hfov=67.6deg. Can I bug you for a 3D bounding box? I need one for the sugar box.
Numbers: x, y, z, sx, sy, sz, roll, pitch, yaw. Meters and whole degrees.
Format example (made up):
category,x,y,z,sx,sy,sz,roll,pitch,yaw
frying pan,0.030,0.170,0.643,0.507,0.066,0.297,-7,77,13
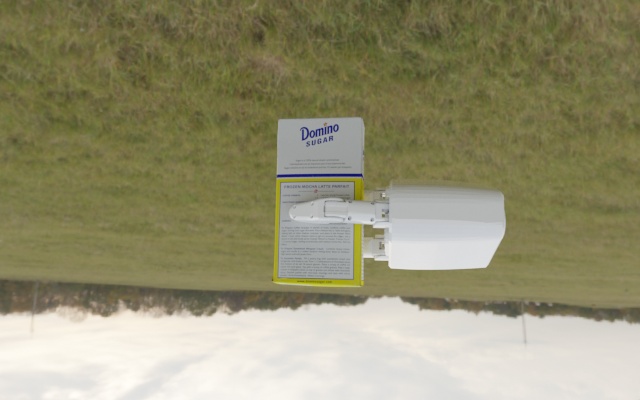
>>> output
category,x,y,z,sx,sy,sz,roll,pitch,yaw
sugar box,0.000,0.002,0.509,0.093,0.176,0.048,1,-11,8
